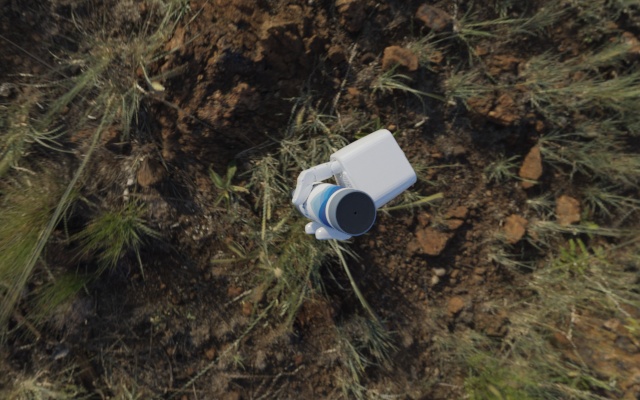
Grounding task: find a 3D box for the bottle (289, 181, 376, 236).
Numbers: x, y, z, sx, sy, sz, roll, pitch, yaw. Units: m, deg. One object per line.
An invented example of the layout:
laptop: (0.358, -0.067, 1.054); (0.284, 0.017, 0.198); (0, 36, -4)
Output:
bottle: (0.000, 0.003, 0.817); (0.069, 0.069, 0.295); (0, 6, -20)
